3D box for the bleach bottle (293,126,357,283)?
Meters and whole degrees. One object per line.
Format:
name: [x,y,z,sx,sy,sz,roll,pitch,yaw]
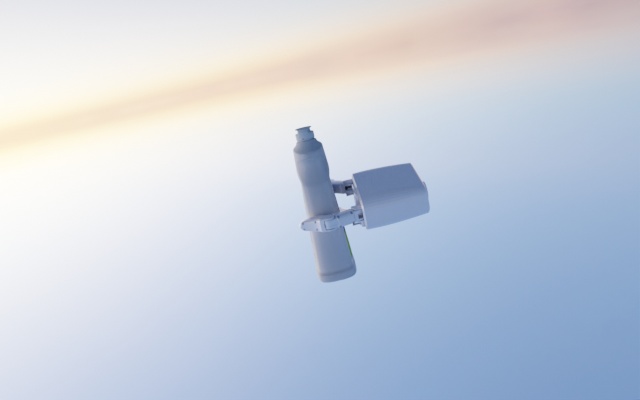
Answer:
bleach bottle: [0.000,0.003,0.796,0.068,0.251,0.102,-13,16,0]
